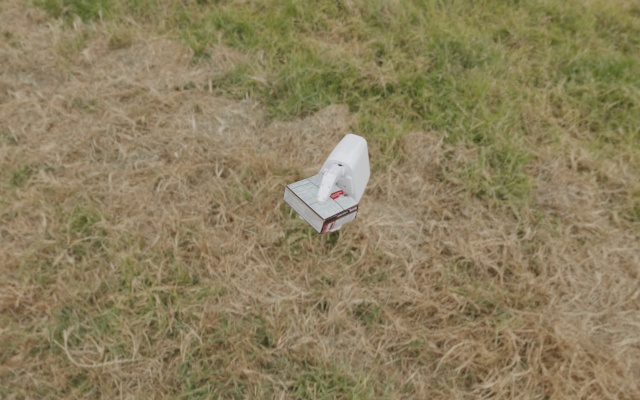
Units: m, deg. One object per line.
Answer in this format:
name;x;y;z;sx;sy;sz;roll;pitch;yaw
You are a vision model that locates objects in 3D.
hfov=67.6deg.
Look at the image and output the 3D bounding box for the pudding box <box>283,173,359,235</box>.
pudding box;0.000;0.003;0.872;0.090;0.039;0.113;-24;50;-36
